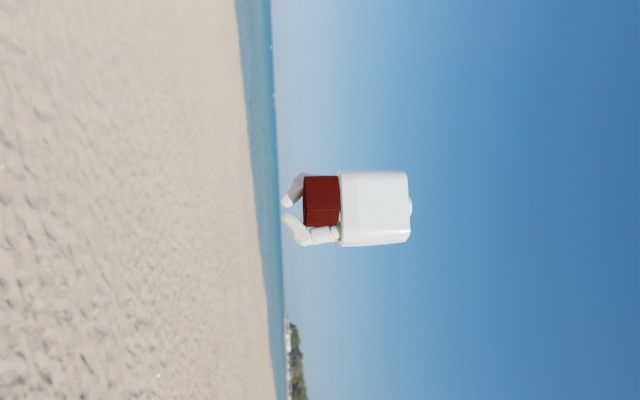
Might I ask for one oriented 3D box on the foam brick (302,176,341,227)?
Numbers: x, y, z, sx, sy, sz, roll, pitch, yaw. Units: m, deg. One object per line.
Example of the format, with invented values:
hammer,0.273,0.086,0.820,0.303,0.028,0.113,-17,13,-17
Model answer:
foam brick,0.000,0.002,0.708,0.051,0.053,0.078,-1,-22,-4
